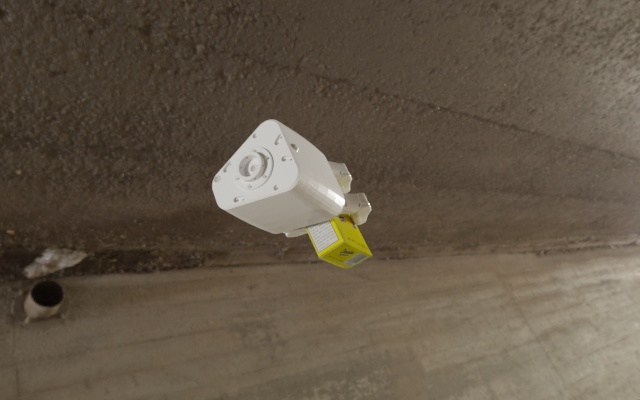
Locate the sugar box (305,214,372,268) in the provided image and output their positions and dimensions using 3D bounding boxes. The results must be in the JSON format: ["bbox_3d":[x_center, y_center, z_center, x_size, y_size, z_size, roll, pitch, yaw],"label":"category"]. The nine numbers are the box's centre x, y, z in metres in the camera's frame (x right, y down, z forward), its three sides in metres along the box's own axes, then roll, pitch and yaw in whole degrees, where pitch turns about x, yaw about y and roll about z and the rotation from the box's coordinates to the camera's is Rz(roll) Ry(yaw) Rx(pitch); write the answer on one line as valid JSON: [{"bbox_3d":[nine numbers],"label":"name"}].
[{"bbox_3d":[0.001,0.002,0.643,0.048,0.176,0.093,-32,-28,15],"label":"sugar box"}]
